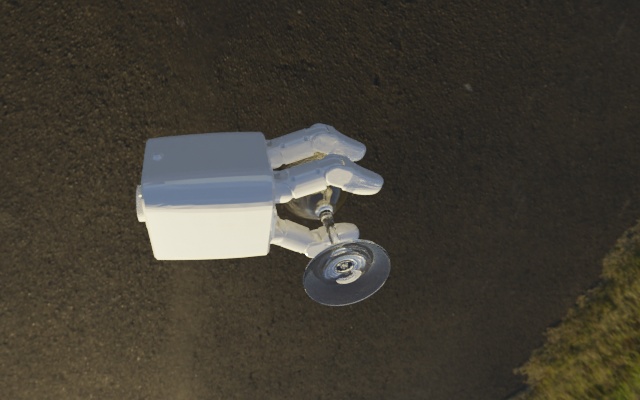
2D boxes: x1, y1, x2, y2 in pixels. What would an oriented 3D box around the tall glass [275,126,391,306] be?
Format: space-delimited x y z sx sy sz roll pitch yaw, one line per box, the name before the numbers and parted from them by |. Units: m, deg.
tall glass | 0.000 0.002 0.465 0.079 0.079 0.201 0 37 -15
